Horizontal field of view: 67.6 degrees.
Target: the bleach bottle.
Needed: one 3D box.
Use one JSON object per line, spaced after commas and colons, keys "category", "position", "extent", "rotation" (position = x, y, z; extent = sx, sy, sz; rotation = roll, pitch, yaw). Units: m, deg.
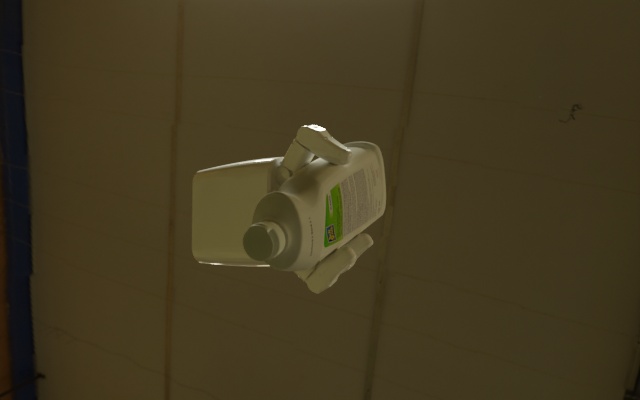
{"category": "bleach bottle", "position": [0.000, 0.002, 0.485], "extent": [0.068, 0.102, 0.251], "rotation": [-3, 10, 25]}
